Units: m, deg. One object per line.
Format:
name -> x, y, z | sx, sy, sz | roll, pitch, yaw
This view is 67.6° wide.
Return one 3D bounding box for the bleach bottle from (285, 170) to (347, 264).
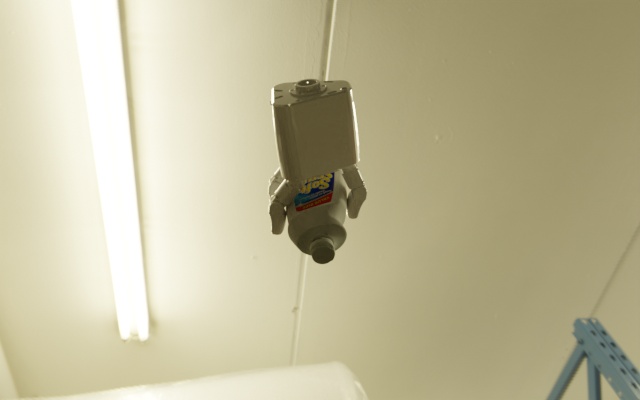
bleach bottle -> 0.000, 0.002, 0.694 | 0.102, 0.068, 0.250 | -8, 31, -2
